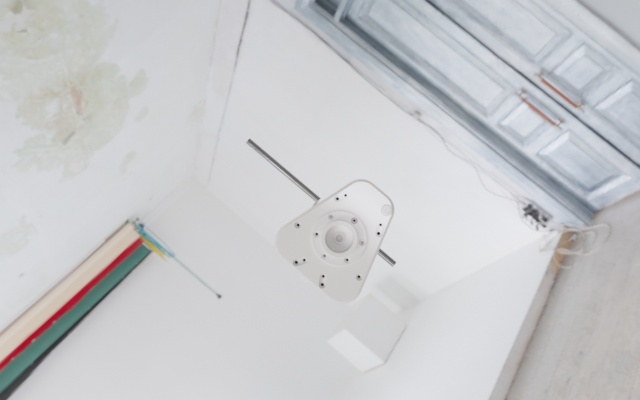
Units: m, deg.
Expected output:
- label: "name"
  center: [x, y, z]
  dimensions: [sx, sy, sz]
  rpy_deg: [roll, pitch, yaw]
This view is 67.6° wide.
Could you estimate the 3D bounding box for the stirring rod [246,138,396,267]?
- label: "stirring rod"
  center: [0.000, 0.002, 0.599]
  dimensions: [0.239, 0.011, 0.011]
  rpy_deg: [40, 2, 3]
